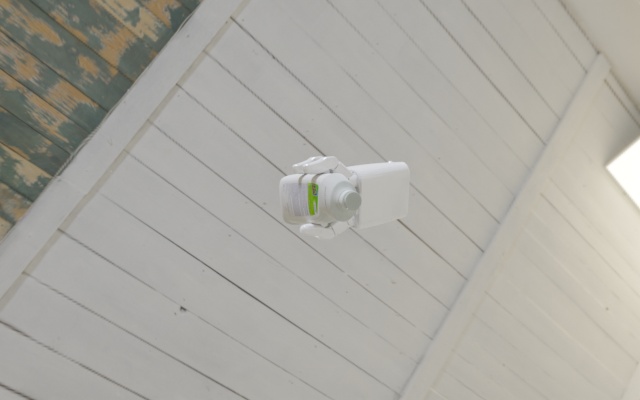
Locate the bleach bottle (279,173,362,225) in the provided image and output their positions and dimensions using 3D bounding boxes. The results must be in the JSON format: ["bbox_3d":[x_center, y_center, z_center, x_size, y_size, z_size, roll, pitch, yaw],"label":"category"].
[{"bbox_3d":[0.000,0.003,0.829,0.068,0.102,0.251,-11,7,-23],"label":"bleach bottle"}]
